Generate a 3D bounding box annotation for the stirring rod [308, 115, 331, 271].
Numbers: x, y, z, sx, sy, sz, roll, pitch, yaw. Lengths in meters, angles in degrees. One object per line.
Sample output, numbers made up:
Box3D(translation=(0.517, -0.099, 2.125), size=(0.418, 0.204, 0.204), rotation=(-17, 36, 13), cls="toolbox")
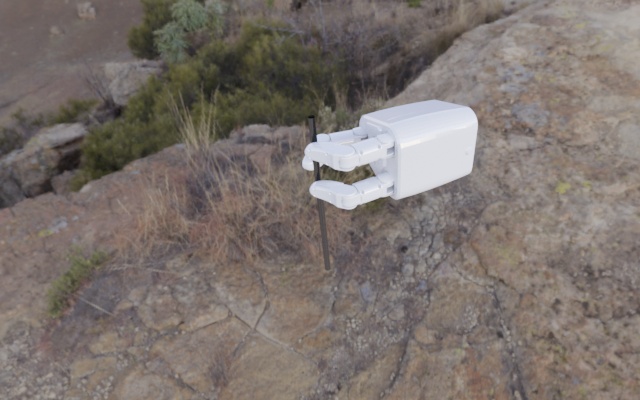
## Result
Box3D(translation=(0.000, 0.002, 0.600), size=(0.011, 0.240, 0.011), rotation=(-4, 38, 3), cls="stirring rod")
